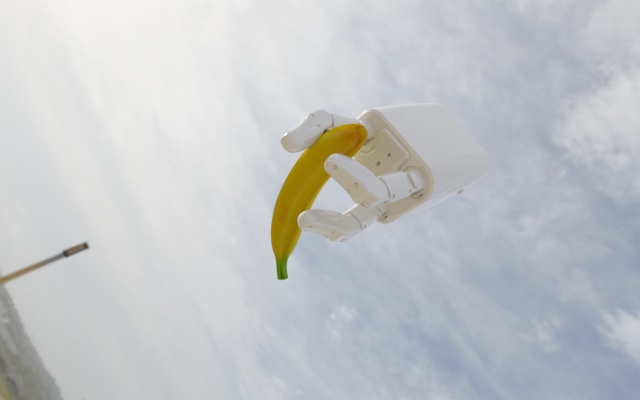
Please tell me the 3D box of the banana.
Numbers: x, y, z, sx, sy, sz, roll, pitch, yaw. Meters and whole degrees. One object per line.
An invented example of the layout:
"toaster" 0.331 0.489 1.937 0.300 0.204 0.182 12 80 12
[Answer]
"banana" -0.010 -0.009 0.478 0.037 0.198 0.069 -4 45 -37
